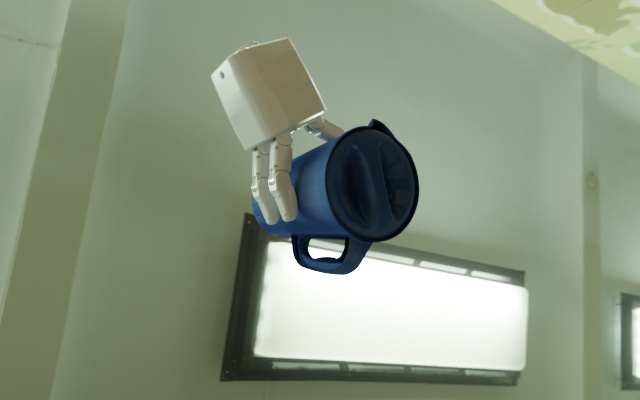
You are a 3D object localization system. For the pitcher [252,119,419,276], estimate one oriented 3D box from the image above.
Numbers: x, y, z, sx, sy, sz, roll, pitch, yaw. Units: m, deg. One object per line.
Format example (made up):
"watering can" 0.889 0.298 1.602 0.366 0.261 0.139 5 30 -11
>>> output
"pitcher" 0.000 0.002 0.631 0.149 0.145 0.243 -34 11 -30
